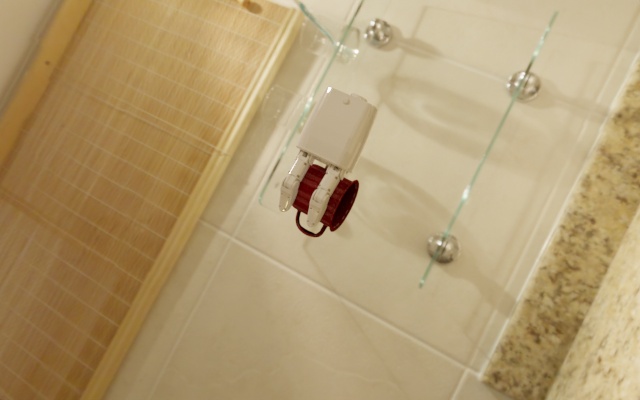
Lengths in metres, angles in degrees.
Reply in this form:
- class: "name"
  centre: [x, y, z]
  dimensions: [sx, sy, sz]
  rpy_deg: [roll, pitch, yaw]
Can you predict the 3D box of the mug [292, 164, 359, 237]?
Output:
- class: "mug"
  centre: [-0.001, 0.004, 0.776]
  dimensions: [0.081, 0.117, 0.093]
  rpy_deg: [27, 4, 17]
